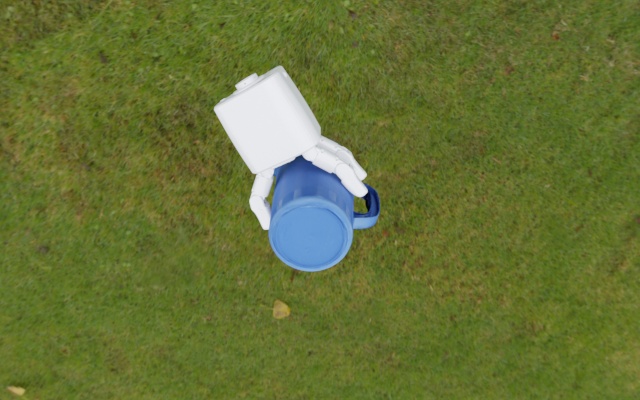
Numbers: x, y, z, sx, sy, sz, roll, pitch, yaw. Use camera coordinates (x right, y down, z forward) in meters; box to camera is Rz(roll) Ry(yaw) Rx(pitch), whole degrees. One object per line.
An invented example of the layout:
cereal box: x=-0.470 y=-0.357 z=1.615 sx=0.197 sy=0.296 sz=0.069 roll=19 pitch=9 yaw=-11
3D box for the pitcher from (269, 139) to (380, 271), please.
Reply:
pitcher: x=0.000 y=0.002 z=0.709 sx=0.149 sy=0.145 sz=0.242 roll=-26 pitch=20 yaw=11
